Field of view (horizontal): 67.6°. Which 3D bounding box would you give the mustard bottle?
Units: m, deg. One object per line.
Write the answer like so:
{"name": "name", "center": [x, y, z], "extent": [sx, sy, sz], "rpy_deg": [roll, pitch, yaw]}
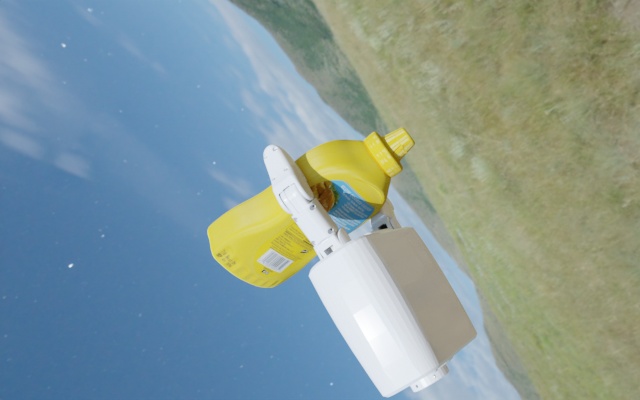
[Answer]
{"name": "mustard bottle", "center": [0.000, 0.001, 0.421], "extent": [0.191, 0.058, 0.096], "rpy_deg": [-36, -43, 15]}
